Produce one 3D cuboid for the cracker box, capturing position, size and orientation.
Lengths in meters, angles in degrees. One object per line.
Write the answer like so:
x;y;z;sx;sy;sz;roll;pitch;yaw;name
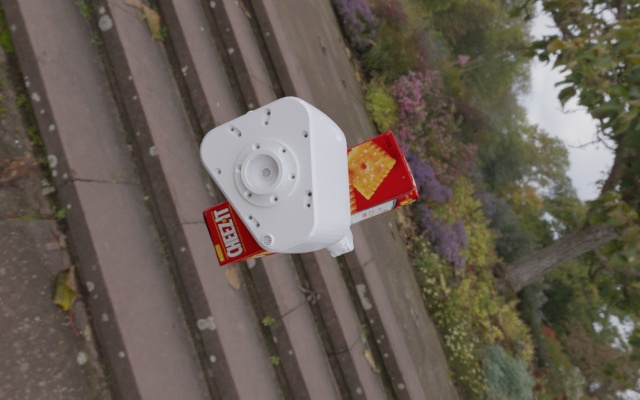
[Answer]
0.000;0.002;0.548;0.214;0.072;0.164;-22;-7;12;cracker box
